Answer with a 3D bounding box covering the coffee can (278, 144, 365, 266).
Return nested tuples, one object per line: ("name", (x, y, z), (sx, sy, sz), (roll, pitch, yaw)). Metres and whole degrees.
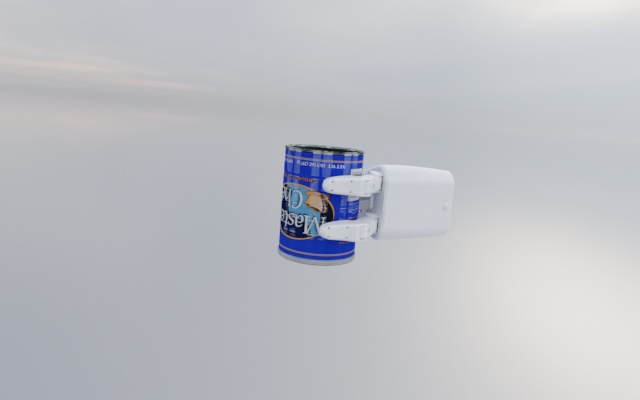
("coffee can", (0.000, 0.002, 0.618), (0.103, 0.140, 0.103), (5, 10, -1))
